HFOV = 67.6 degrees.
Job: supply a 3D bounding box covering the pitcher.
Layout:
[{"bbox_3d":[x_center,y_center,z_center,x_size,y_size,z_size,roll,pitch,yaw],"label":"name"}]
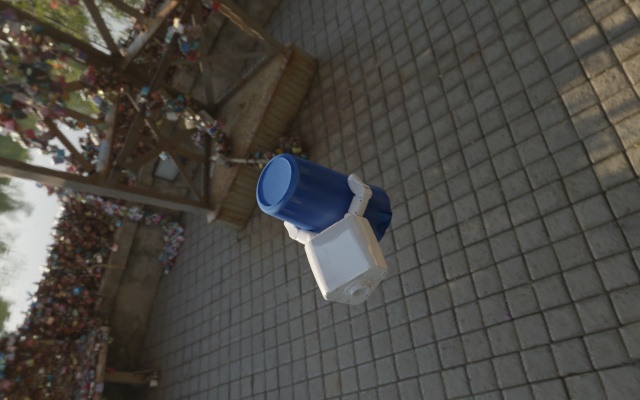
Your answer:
[{"bbox_3d":[0.000,0.003,0.878,0.243,0.145,0.149,22,-56,-41],"label":"pitcher"}]
